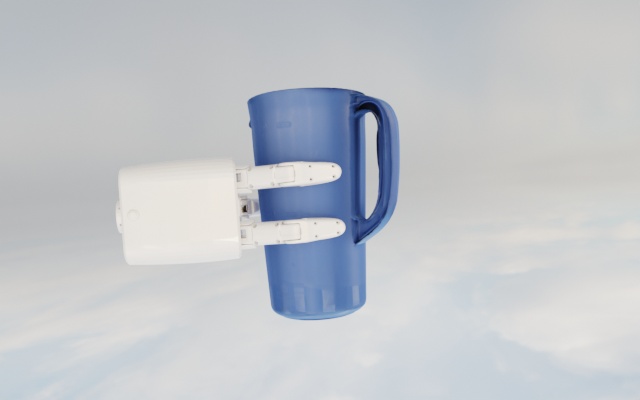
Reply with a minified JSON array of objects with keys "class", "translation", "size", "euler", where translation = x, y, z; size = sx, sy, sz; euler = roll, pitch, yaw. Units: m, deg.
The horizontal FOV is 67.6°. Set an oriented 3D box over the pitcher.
[{"class":"pitcher","translation":[0.000,0.002,0.528],"size":[0.145,0.243,0.149],"euler":[-4,1,-12]}]
